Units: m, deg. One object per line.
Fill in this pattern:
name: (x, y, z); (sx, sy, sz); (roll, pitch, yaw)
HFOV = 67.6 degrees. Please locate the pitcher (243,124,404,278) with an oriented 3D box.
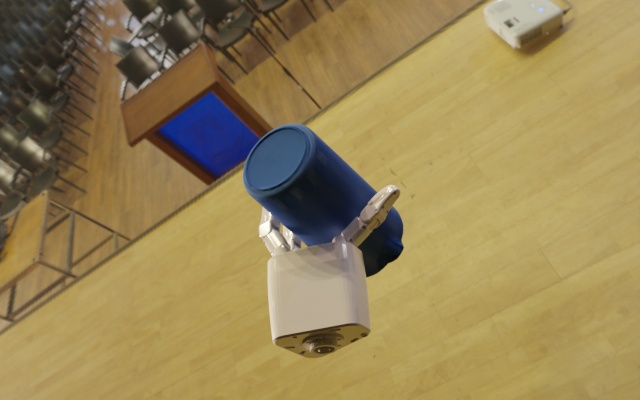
pitcher: (0.000, 0.002, 0.659); (0.149, 0.145, 0.243); (-23, -39, 22)
